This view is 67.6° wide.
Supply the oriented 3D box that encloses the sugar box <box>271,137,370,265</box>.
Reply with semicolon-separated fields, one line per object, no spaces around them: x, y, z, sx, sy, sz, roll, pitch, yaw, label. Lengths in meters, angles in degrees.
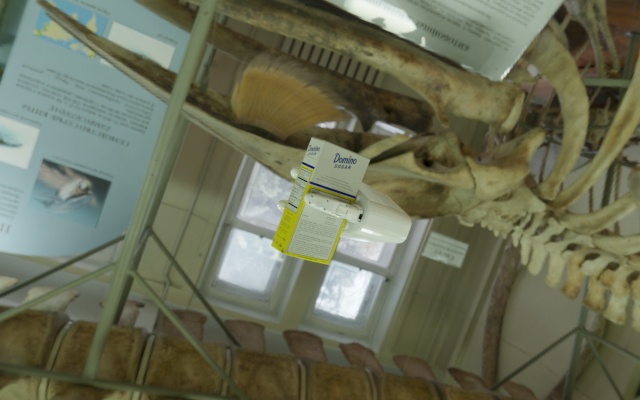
0.000;0.002;0.719;0.093;0.176;0.048;18;4;-37;sugar box
